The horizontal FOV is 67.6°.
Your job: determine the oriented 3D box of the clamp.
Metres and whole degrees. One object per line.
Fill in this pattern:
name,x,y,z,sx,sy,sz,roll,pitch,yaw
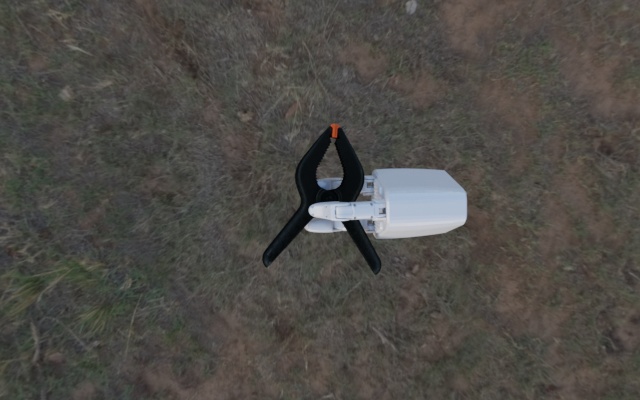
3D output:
clamp,0.000,0.002,0.651,0.164,0.210,0.036,-2,5,-6
